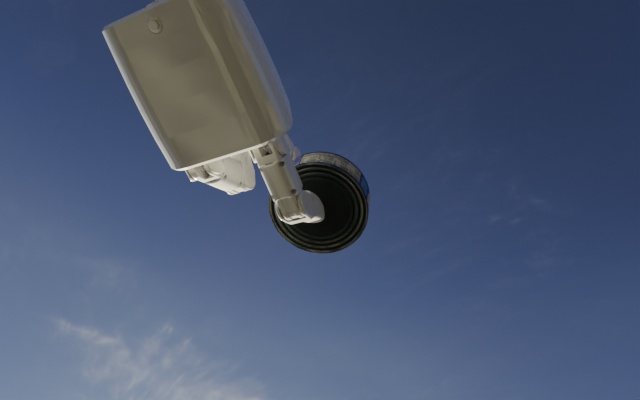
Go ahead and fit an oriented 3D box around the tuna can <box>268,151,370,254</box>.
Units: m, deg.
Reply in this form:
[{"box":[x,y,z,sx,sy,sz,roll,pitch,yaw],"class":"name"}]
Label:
[{"box":[0.000,0.001,0.418,0.086,0.086,0.033,0,26,9],"class":"tuna can"}]
